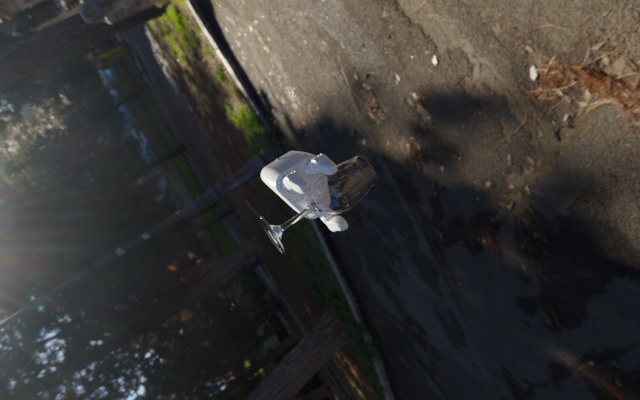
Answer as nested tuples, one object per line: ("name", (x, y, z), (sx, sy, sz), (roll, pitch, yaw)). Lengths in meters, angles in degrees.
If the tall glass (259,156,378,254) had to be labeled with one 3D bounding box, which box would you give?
("tall glass", (0.000, 0.003, 0.800), (0.201, 0.079, 0.079), (-34, 9, -14))
